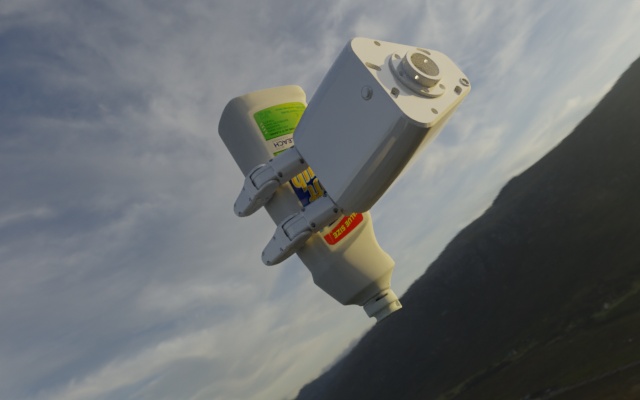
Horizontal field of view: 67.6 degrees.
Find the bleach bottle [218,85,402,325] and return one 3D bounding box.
[{"bbox_3d":[0.000,0.002,0.466,0.102,0.250,0.068,-20,-23,-36],"label":"bleach bottle"}]
